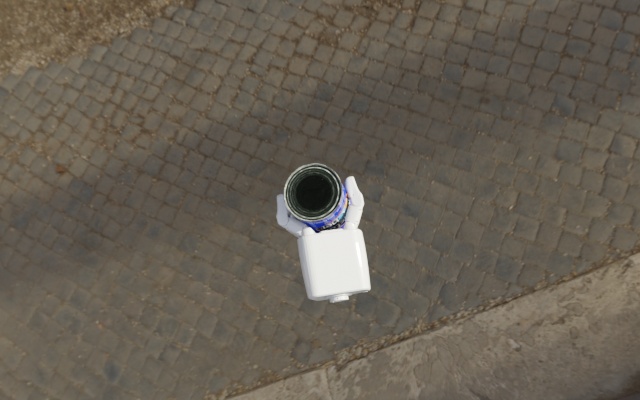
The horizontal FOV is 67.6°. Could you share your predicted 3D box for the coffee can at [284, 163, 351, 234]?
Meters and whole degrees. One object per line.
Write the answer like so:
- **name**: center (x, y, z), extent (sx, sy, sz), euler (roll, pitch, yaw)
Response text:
- **coffee can**: center (0.000, 0.003, 0.870), extent (0.103, 0.102, 0.140), euler (0, -14, 12)
